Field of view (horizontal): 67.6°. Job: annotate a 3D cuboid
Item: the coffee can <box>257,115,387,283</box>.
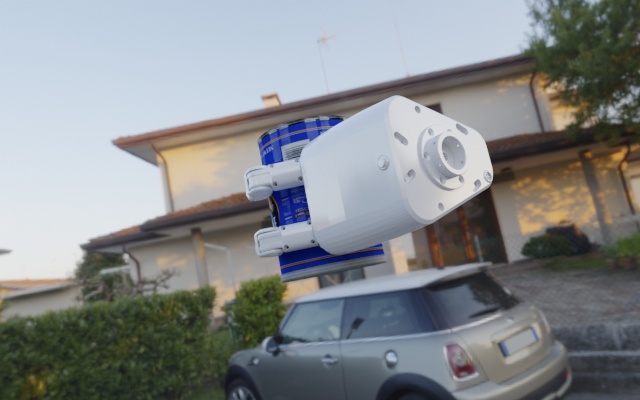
[{"bbox_3d":[0.000,0.002,0.468,0.103,0.140,0.103,-11,-10,-2],"label":"coffee can"}]
